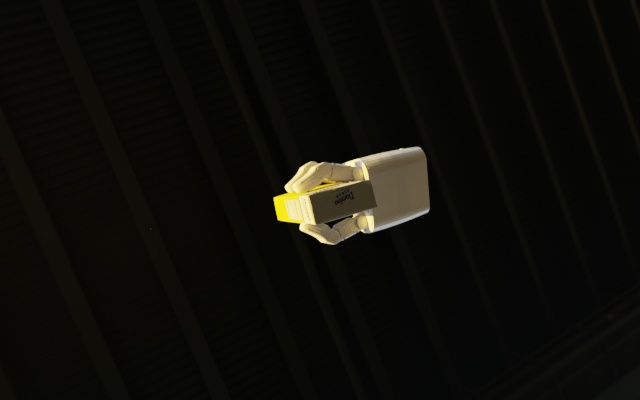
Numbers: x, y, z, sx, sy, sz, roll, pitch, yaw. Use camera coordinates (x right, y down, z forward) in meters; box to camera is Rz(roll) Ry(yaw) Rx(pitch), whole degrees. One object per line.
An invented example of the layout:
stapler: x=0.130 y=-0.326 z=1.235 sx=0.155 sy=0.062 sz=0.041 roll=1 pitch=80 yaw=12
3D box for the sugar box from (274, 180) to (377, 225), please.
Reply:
sugar box: x=0.000 y=0.002 z=0.689 sx=0.093 sy=0.048 sz=0.176 roll=-15 pitch=2 yaw=-20
